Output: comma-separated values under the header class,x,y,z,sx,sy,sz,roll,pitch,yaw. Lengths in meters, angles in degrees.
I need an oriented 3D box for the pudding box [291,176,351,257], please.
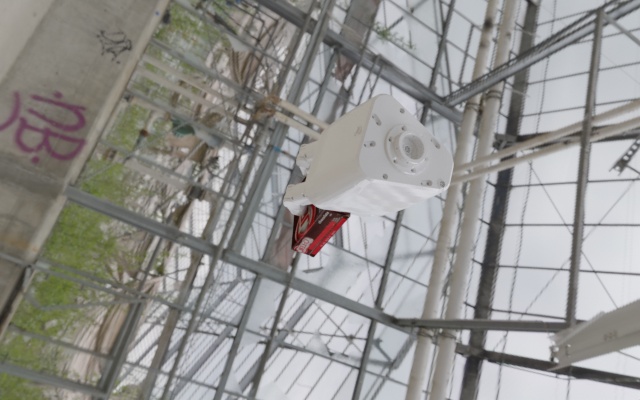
class,x,y,z,sx,sy,sz,roll,pitch,yaw
pudding box,0.000,0.002,0.608,0.039,0.113,0.090,25,-50,-18
